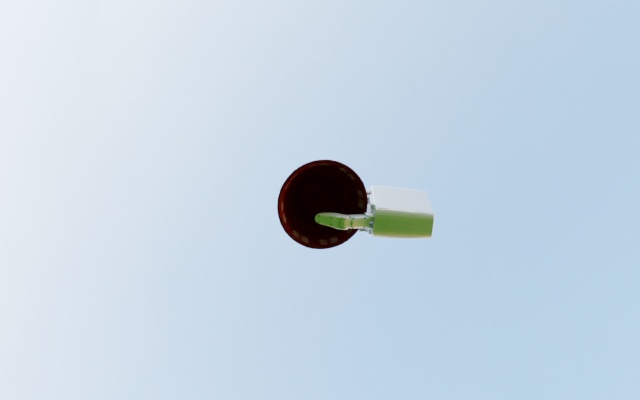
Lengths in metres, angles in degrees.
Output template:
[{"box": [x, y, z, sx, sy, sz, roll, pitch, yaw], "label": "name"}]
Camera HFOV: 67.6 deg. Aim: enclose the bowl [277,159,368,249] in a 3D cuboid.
[{"box": [-0.001, 0.002, 0.853, 0.162, 0.162, 0.055, 0, 14, -12], "label": "bowl"}]
